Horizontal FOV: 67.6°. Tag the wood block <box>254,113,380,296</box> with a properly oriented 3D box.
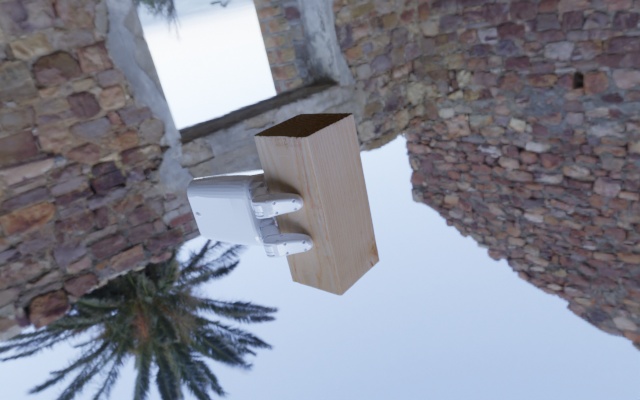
[{"bbox_3d":[0.000,0.002,0.605,0.090,0.206,0.090,8,30,40],"label":"wood block"}]
